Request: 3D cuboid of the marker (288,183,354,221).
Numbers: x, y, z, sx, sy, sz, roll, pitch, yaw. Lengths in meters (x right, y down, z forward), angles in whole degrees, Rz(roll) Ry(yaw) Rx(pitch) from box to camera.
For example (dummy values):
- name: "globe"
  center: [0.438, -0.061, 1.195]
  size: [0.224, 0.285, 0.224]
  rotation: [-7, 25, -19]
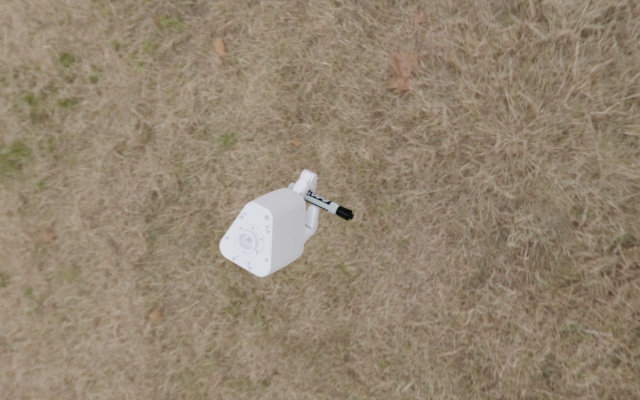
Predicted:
- name: "marker"
  center: [0.000, 0.003, 0.789]
  size: [0.121, 0.020, 0.020]
  rotation: [26, 8, 17]
